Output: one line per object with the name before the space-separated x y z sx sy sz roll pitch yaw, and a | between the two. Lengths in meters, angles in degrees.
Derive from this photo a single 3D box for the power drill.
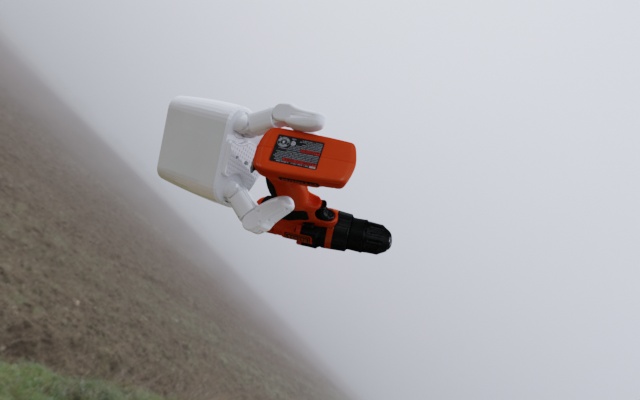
power drill | 0.000 0.001 0.558 0.184 0.057 0.188 11 -30 7
